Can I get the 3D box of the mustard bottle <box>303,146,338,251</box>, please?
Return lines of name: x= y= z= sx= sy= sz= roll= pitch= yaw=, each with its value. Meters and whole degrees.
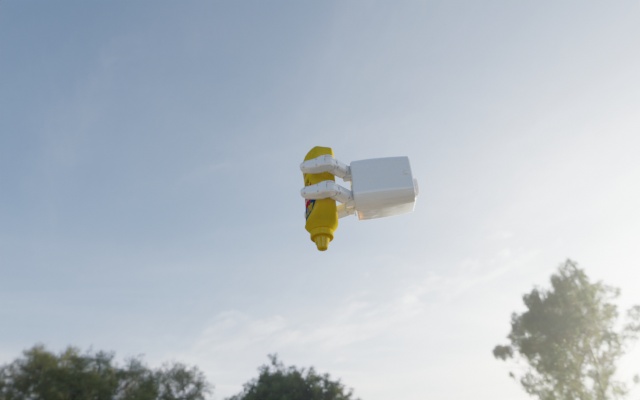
mustard bottle: x=0.000 y=0.003 z=0.858 sx=0.058 sy=0.191 sz=0.096 roll=6 pitch=-35 yaw=-14
